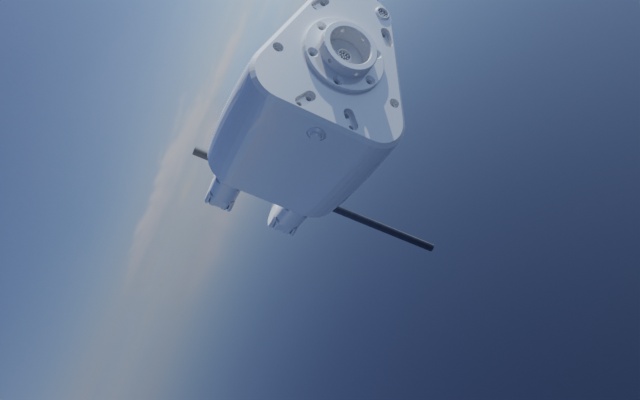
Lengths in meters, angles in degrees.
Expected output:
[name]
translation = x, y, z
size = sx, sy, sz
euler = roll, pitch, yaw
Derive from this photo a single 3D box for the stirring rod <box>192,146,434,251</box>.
[stirring rod]
translation = 0.000, 0.001, 0.436
size = 0.239, 0.011, 0.011
euler = 22, -6, -14
